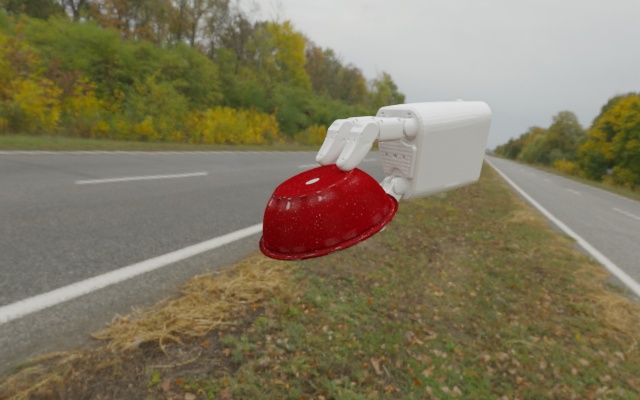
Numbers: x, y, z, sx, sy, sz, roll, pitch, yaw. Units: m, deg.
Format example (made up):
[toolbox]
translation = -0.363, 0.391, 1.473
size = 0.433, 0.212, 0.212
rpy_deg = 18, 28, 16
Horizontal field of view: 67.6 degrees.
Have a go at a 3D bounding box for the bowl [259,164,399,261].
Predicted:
[bowl]
translation = -0.001, 0.002, 0.522
size = 0.162, 0.055, 0.162
rpy_deg = -17, 19, 6
